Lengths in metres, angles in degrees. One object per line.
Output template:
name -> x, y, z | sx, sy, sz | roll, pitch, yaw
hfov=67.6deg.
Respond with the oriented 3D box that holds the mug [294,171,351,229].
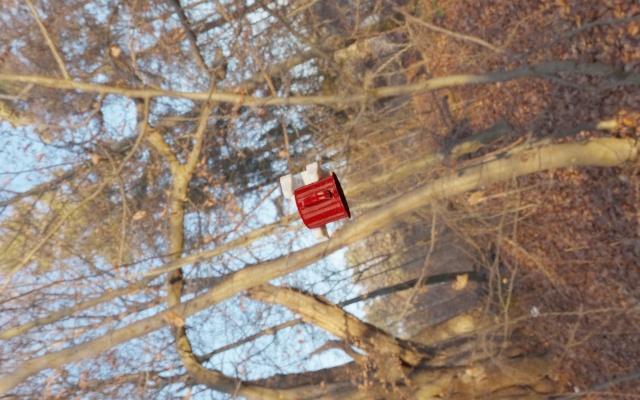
mug -> 0.000, 0.003, 0.871 | 0.081, 0.093, 0.117 | -20, -7, 9
